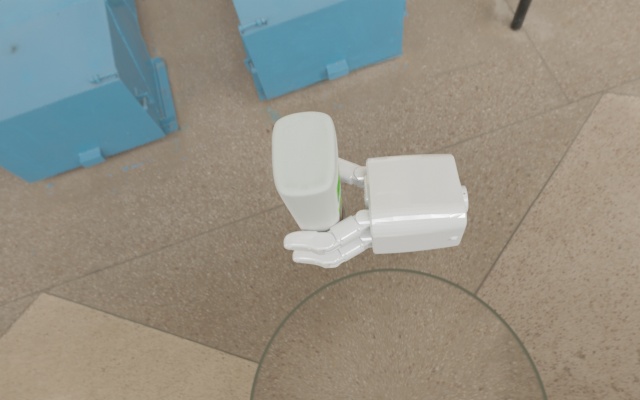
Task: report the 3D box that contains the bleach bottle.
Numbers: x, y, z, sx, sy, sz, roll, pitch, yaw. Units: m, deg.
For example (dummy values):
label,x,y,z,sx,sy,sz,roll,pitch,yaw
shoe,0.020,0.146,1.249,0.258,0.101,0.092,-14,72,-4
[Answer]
label,x,y,z,sx,sy,sz,roll,pitch,yaw
bleach bottle,0.000,0.002,0.594,0.068,0.102,0.251,-5,-24,6
